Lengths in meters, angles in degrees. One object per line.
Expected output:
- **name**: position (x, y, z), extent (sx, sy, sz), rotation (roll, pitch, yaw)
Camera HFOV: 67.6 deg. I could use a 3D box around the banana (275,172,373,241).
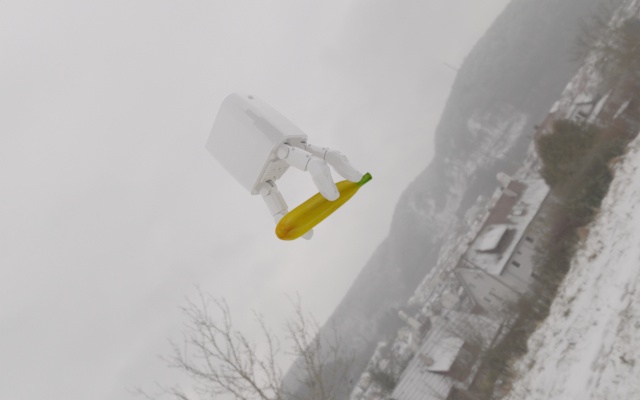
- **banana**: position (-0.006, 0.010, 0.656), extent (0.197, 0.037, 0.070), rotation (-35, -9, -43)
